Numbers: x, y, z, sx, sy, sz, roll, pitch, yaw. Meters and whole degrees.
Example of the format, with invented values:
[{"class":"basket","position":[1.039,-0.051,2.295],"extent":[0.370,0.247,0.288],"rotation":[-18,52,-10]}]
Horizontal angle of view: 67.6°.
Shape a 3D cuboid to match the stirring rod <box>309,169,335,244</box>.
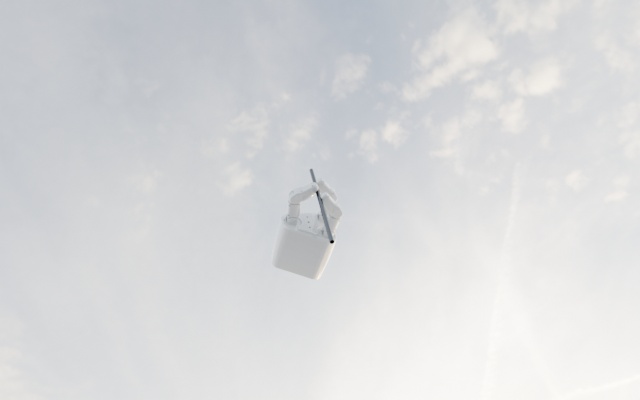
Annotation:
[{"class":"stirring rod","position":[0.000,0.003,0.877],"extent":[0.011,0.011,0.239],"rotation":[0,33,-11]}]
